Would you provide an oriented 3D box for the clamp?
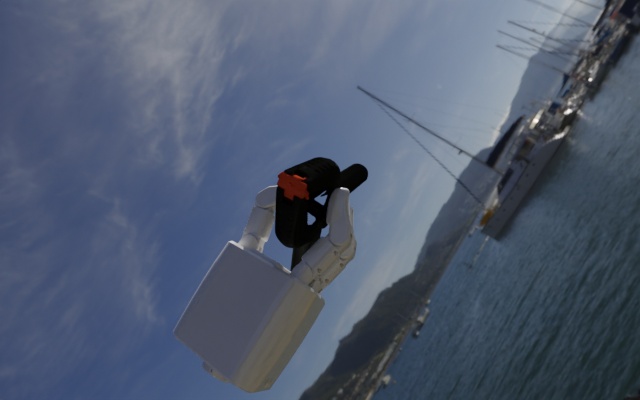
[{"bbox_3d":[-0.001,0.001,0.499,0.036,0.164,0.210,27,-13,16],"label":"clamp"}]
